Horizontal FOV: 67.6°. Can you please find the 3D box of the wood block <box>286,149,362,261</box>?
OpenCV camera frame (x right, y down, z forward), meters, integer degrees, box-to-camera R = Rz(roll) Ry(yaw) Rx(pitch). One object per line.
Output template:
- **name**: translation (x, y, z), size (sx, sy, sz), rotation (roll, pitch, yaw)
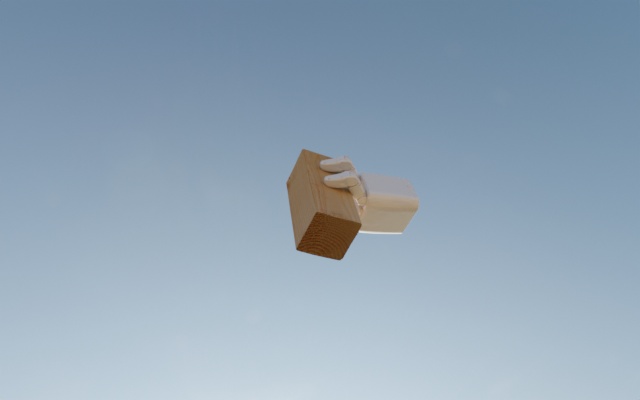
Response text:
- **wood block**: translation (0.000, 0.003, 0.890), size (0.090, 0.091, 0.206), rotation (15, 31, -20)
